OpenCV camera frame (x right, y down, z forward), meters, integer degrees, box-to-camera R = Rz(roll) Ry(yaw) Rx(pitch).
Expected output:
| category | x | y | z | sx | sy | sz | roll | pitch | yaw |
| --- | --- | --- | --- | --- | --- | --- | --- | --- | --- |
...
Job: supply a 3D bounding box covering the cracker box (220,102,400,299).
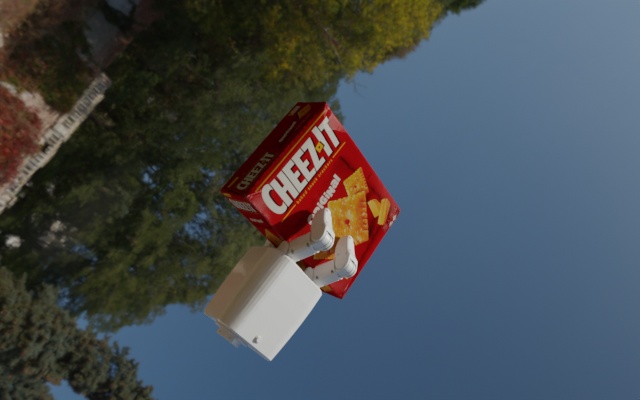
| category | x | y | z | sx | sy | sz | roll | pitch | yaw |
| --- | --- | --- | --- | --- | --- | --- | --- | --- | --- |
| cracker box | 0.000 | 0.002 | 0.638 | 0.072 | 0.164 | 0.214 | 11 | -33 | 51 |
